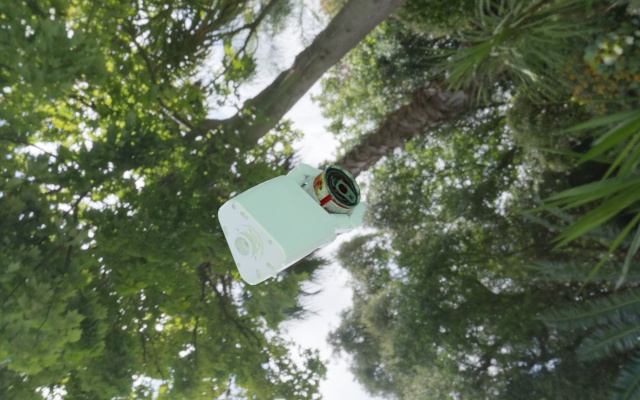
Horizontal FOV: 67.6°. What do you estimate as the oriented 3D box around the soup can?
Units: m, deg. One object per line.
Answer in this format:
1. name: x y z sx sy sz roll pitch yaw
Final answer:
1. soup can: 0.000 0.002 0.700 0.068 0.068 0.102 0 -27 -45
